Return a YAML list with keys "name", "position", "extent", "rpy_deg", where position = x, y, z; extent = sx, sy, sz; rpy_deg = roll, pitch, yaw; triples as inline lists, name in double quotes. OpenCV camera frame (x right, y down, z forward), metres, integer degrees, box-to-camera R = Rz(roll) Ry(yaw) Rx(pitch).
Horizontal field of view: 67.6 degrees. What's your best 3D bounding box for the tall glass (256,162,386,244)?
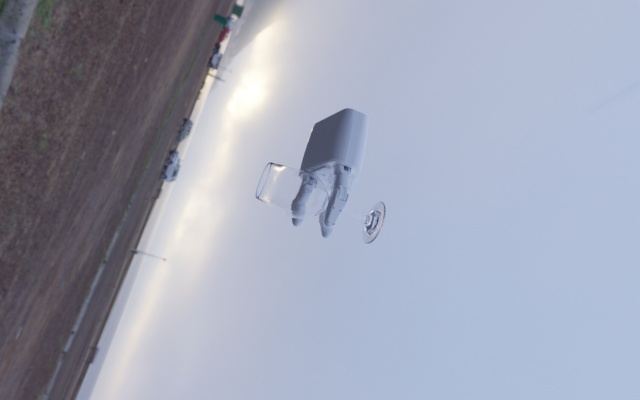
- name: "tall glass"
  position: [0.001, 0.003, 0.767]
  extent: [0.201, 0.079, 0.079]
  rpy_deg: [21, -6, -16]
